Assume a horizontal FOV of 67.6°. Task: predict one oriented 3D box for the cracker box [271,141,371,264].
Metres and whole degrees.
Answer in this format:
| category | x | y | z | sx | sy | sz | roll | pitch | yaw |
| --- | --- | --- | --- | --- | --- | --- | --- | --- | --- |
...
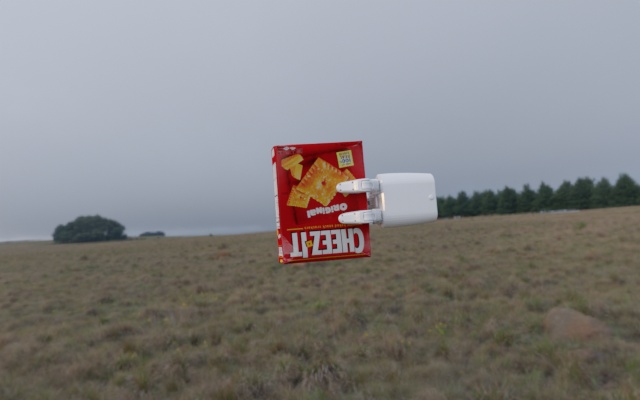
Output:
| category | x | y | z | sx | sy | sz | roll | pitch | yaw |
| --- | --- | --- | --- | --- | --- | --- | --- | --- | --- |
| cracker box | 0.000 | 0.003 | 0.872 | 0.164 | 0.213 | 0.072 | -4 | -3 | -10 |
